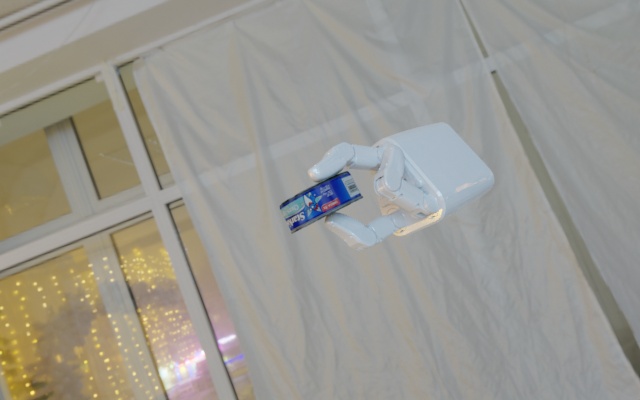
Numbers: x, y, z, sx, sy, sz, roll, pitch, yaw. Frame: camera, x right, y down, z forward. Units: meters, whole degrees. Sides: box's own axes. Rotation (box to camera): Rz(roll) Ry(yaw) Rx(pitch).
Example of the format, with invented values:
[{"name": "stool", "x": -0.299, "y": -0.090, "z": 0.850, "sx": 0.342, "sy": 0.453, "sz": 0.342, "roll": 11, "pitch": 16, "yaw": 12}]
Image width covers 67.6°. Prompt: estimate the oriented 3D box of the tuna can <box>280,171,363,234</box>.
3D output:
[{"name": "tuna can", "x": 0.000, "y": 0.001, "z": 0.510, "sx": 0.086, "sy": 0.034, "sz": 0.086, "roll": -27, "pitch": -2, "yaw": -1}]
